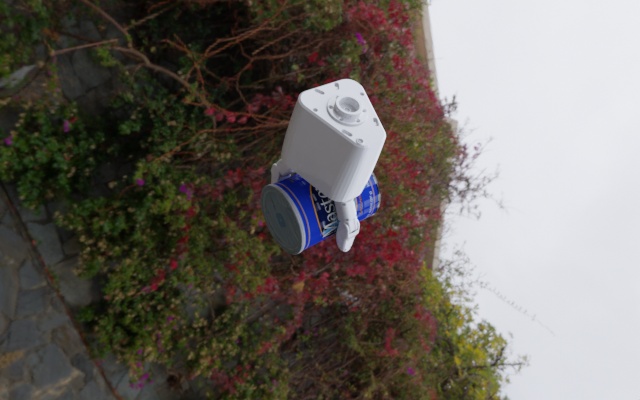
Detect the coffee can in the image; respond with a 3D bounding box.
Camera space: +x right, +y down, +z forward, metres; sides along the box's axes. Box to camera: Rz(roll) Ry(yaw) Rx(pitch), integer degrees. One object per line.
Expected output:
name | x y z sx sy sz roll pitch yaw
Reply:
coffee can | 0.000 0.002 0.685 0.140 0.103 0.103 -25 12 -29
